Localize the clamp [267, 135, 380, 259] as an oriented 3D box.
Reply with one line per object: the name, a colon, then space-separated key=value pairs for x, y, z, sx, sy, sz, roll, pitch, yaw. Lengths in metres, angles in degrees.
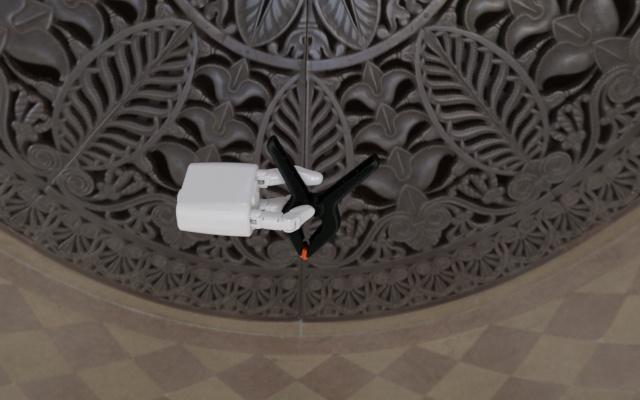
clamp: x=0.000 y=0.003 z=0.736 sx=0.164 sy=0.210 sz=0.036 roll=5 pitch=32 yaw=2
